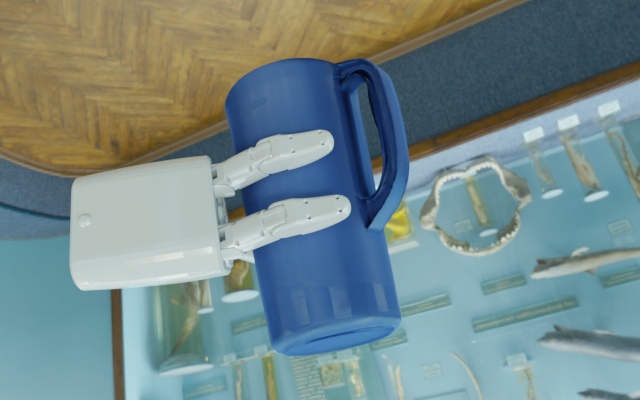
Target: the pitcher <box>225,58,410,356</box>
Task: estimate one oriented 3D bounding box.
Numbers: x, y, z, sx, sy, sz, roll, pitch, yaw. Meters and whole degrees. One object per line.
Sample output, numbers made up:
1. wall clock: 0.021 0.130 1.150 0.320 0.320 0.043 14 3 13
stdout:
1. pitcher: 0.000 0.001 0.423 0.145 0.242 0.149 -8 -24 -8
